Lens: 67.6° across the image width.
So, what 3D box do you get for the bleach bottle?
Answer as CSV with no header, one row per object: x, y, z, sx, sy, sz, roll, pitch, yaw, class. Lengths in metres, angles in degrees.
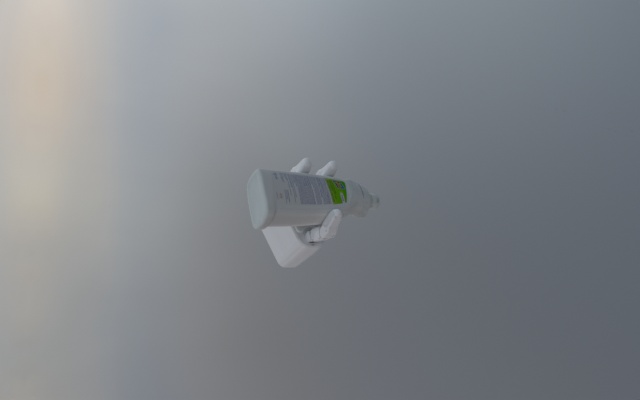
0.000,0.003,0.848,0.251,0.102,0.068,4,-32,-31,bleach bottle
